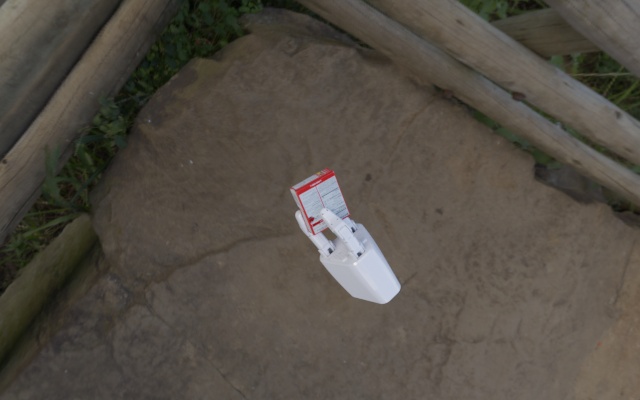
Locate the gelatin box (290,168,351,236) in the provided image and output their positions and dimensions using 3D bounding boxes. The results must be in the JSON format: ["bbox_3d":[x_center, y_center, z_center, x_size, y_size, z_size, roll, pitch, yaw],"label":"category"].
[{"bbox_3d":[0.000,0.002,0.785,0.073,0.089,0.030,-29,26,-15],"label":"gelatin box"}]
